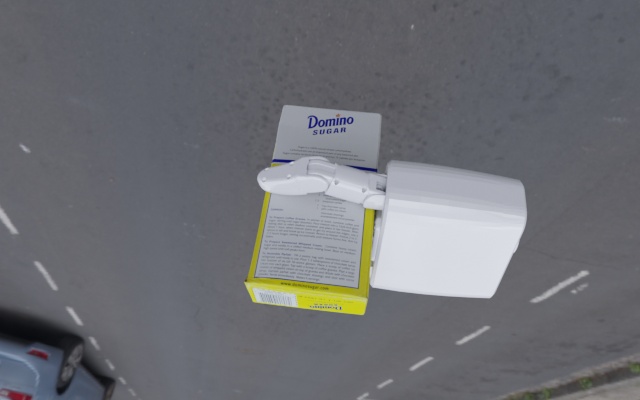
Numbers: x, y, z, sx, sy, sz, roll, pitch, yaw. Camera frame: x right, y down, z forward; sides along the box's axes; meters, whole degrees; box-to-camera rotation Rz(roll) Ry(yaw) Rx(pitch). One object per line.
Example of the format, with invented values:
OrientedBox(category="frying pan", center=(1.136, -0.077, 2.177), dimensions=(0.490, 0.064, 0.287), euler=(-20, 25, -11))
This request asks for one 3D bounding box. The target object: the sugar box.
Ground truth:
OrientedBox(category="sugar box", center=(0.000, 0.002, 0.406), dimensions=(0.093, 0.176, 0.048), euler=(7, -32, 4))
